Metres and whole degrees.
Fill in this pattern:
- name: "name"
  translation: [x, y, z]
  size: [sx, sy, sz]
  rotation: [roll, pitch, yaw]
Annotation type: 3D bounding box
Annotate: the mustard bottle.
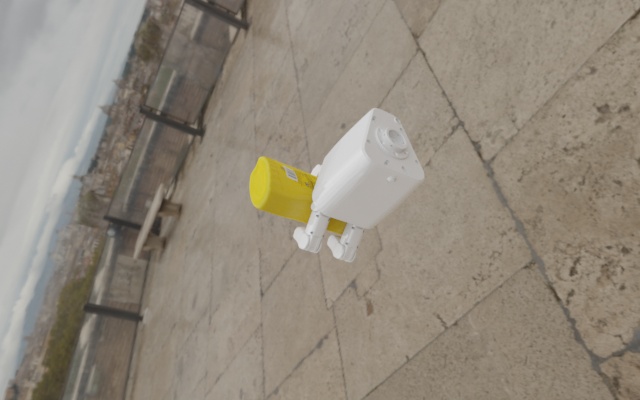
- name: "mustard bottle"
  translation: [0.000, 0.002, 0.662]
  size: [0.192, 0.058, 0.096]
  rotation: [19, 23, -25]
